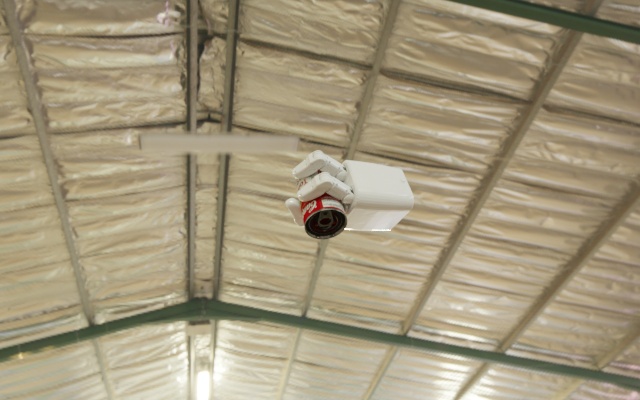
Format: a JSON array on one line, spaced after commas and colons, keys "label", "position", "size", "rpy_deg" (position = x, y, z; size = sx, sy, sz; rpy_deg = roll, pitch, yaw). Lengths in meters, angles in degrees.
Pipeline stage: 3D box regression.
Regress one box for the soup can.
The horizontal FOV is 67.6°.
[{"label": "soup can", "position": [0.000, 0.002, 0.772], "size": [0.068, 0.069, 0.102], "rpy_deg": [0, 44, -14]}]
